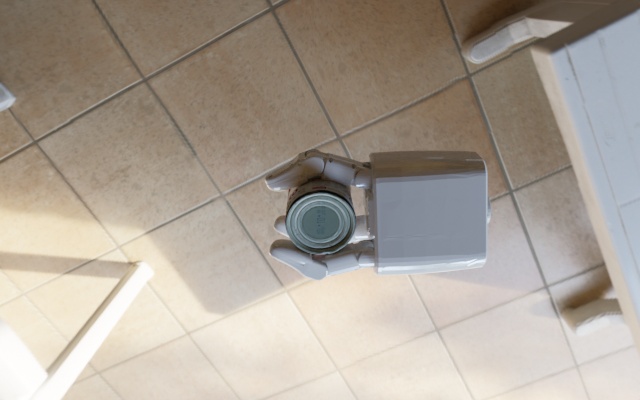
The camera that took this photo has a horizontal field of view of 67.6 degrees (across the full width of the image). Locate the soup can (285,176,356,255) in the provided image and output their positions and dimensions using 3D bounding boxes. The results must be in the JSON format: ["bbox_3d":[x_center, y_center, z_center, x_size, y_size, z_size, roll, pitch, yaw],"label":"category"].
[{"bbox_3d":[0.000,0.002,0.482,0.068,0.068,0.102,0,24,-1],"label":"soup can"}]
